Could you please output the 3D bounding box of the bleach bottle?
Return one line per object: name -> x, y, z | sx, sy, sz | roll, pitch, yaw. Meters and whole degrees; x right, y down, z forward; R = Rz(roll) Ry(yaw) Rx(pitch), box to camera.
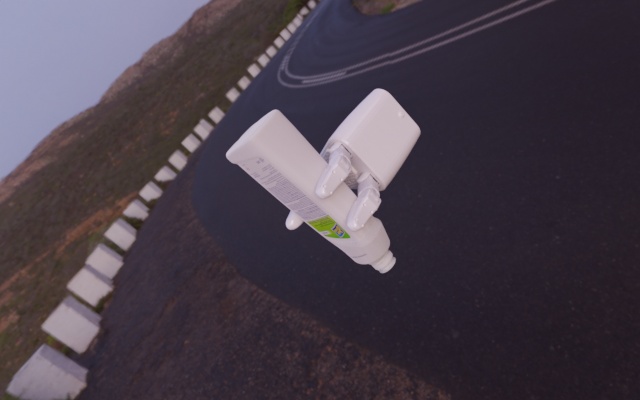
bleach bottle -> 0.000, 0.002, 0.610 | 0.251, 0.068, 0.102 | 45, -25, -16
